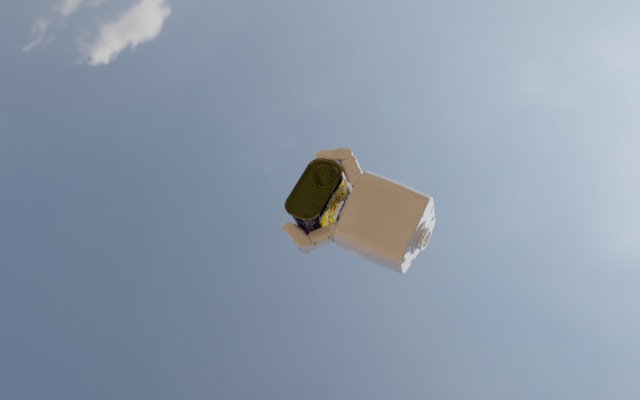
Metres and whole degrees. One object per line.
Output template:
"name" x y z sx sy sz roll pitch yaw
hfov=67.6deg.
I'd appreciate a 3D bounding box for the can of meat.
"can of meat" 0.000 0.003 0.718 0.057 0.102 0.084 20 -23 26
